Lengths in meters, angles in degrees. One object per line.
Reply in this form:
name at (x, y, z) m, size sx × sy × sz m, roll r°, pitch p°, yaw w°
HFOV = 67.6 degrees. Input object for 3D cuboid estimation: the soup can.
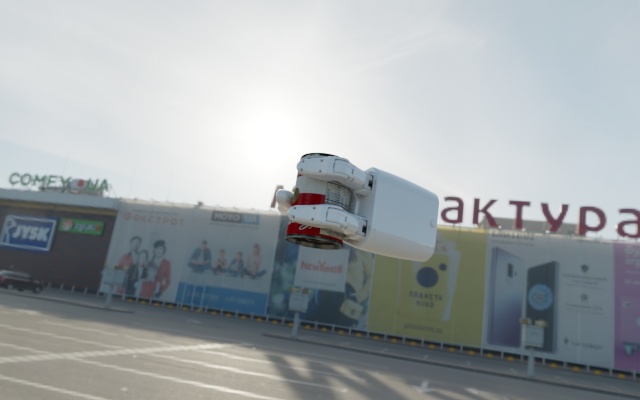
soup can at (0.000, 0.001, 0.567) m, size 0.068 × 0.102 × 0.068 m, roll 9°, pitch -14°, yaw 2°
